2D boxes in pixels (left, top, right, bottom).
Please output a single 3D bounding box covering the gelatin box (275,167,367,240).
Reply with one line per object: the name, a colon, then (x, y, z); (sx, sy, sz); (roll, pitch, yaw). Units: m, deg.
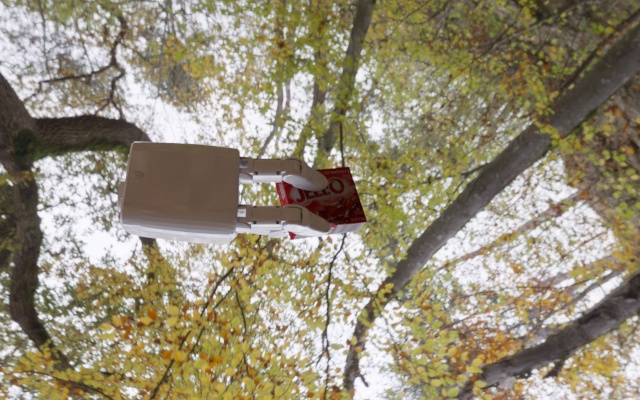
gelatin box: (0.000, 0.002, 0.542); (0.089, 0.073, 0.030); (-6, -25, -23)
